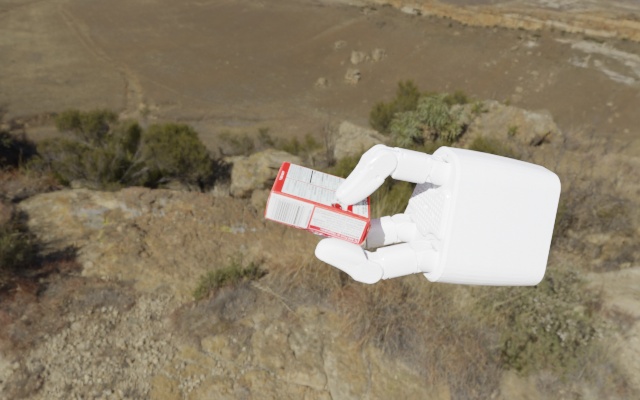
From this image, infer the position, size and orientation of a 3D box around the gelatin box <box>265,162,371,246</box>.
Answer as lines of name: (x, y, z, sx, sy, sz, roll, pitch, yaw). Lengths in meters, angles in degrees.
gelatin box: (0.000, 0.001, 0.430, 0.089, 0.030, 0.073, 17, 25, -4)
